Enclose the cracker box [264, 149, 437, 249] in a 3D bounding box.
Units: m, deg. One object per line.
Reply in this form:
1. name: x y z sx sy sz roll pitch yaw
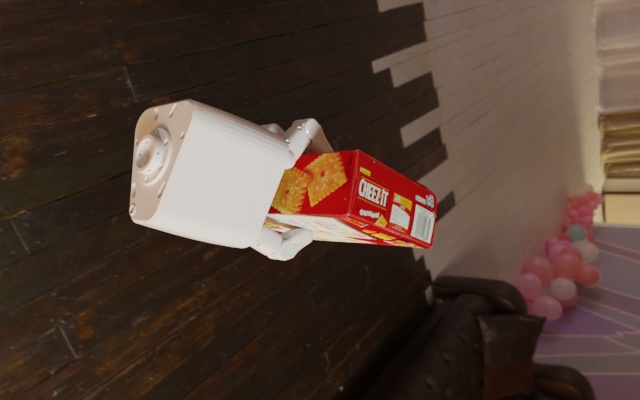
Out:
1. cracker box: 0.000 0.002 0.547 0.213 0.072 0.164 1 -14 41
